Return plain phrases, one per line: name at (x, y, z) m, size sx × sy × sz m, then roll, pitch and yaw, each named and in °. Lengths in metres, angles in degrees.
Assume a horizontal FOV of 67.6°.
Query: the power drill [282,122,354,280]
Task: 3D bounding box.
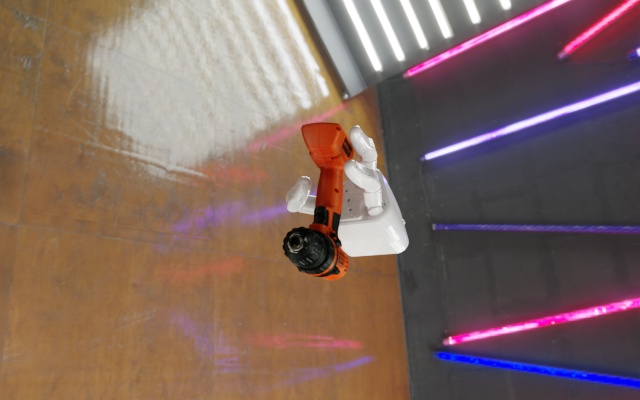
power drill at (0.000, 0.002, 0.599) m, size 0.057 × 0.187 × 0.184 m, roll 2°, pitch -15°, yaw 13°
